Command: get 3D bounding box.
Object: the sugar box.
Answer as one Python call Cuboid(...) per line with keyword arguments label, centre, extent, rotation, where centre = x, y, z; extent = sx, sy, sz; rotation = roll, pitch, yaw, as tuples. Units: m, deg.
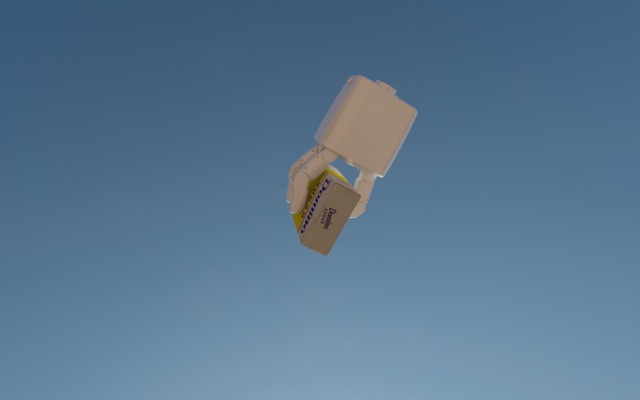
Cuboid(label="sugar box", centre=(0.000, 0.002, 0.677), extent=(0.048, 0.093, 0.176), rotation=(28, 9, -12))
